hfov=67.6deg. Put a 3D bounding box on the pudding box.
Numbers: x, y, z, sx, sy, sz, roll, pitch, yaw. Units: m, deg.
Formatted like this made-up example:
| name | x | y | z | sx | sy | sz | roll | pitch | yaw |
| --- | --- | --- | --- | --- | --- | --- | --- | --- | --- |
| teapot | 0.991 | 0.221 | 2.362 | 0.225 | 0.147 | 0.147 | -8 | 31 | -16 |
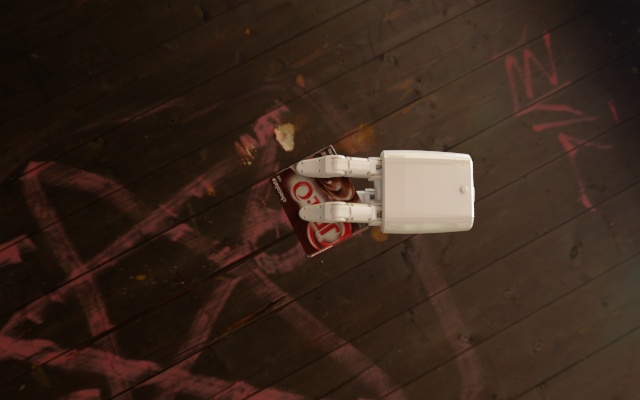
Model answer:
| name | x | y | z | sx | sy | sz | roll | pitch | yaw |
| --- | --- | --- | --- | --- | --- | --- | --- | --- | --- |
| pudding box | 0.000 | 0.002 | 0.598 | 0.090 | 0.113 | 0.039 | -28 | -8 | 1 |
